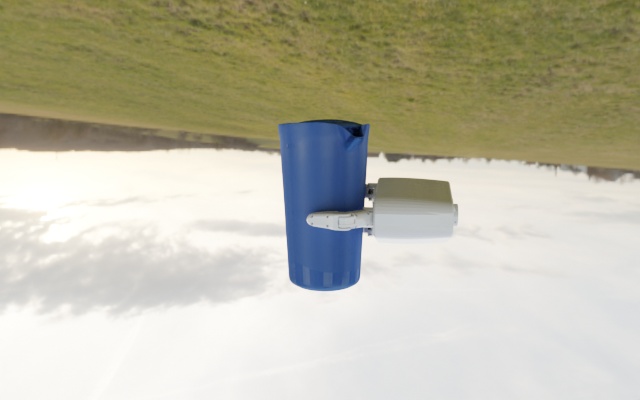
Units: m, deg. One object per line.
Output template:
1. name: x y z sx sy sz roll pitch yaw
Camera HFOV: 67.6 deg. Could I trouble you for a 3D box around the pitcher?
1. pitcher: 0.000 0.002 0.713 0.145 0.243 0.149 1 7 10
